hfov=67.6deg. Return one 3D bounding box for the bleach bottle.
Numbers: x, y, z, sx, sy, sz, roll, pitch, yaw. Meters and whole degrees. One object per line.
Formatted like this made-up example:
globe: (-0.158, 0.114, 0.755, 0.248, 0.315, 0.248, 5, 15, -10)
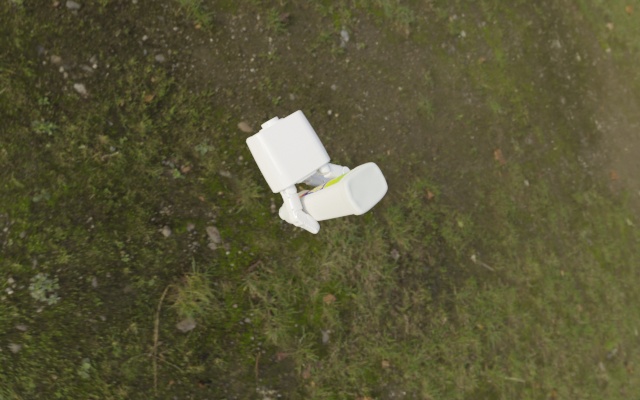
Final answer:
bleach bottle: (0.000, 0.003, 0.873, 0.251, 0.068, 0.102, -19, 13, 49)
